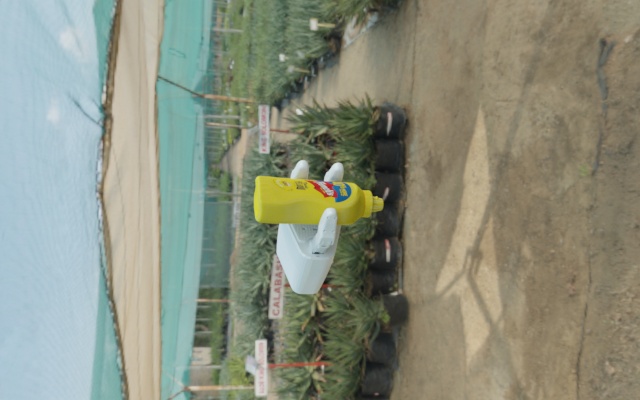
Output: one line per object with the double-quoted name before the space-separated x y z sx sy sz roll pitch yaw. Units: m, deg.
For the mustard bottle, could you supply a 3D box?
"mustard bottle" 0.000 0.002 0.707 0.191 0.058 0.096 3 22 -12
